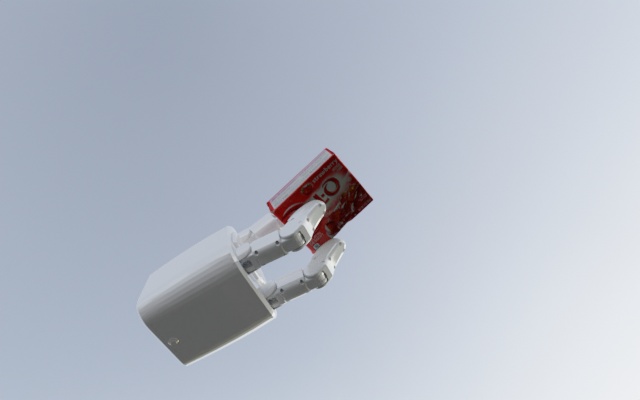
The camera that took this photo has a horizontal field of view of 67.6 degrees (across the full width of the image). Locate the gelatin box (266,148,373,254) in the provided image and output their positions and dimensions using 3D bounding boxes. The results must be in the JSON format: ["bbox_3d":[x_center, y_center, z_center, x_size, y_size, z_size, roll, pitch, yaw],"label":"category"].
[{"bbox_3d":[0.000,0.001,0.505,0.073,0.089,0.030,47,0,-28],"label":"gelatin box"}]
